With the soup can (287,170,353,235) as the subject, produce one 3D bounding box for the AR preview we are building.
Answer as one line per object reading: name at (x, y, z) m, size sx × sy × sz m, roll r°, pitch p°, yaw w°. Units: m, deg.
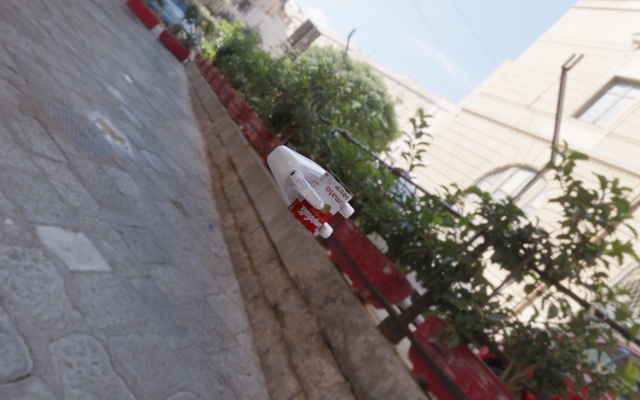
soup can at (0.000, 0.003, 0.858) m, size 0.102 × 0.068 × 0.068 m, roll -43°, pitch -2°, yaw 2°
